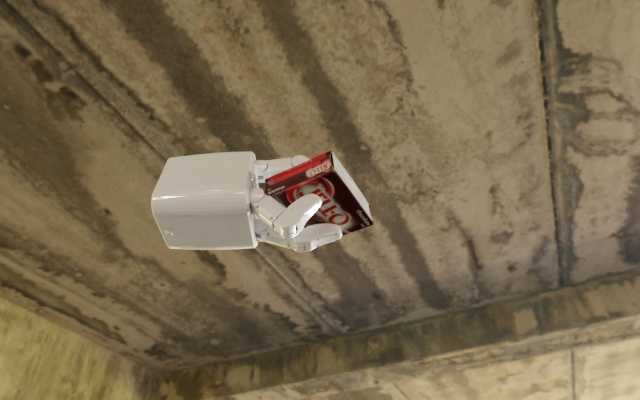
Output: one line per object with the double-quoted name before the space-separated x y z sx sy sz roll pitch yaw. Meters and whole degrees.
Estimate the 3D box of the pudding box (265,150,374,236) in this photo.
"pudding box" 0.000 0.002 0.567 0.090 0.039 0.113 -21 -42 19
